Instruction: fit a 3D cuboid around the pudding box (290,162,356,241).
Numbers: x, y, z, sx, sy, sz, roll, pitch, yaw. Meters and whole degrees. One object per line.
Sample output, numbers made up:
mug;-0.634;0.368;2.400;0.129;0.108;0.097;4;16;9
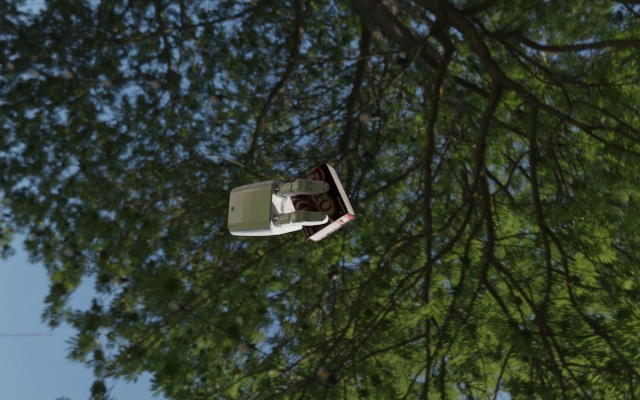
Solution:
pudding box;0.000;0.003;0.845;0.090;0.113;0.039;-34;-27;18
